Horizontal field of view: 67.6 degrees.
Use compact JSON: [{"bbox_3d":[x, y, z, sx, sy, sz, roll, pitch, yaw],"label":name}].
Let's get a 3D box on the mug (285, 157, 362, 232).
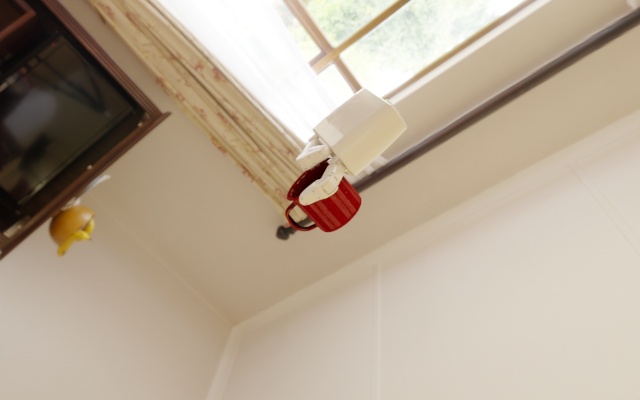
[{"bbox_3d":[-0.001,0.004,0.736,0.117,0.081,0.093,-41,20,4],"label":"mug"}]
